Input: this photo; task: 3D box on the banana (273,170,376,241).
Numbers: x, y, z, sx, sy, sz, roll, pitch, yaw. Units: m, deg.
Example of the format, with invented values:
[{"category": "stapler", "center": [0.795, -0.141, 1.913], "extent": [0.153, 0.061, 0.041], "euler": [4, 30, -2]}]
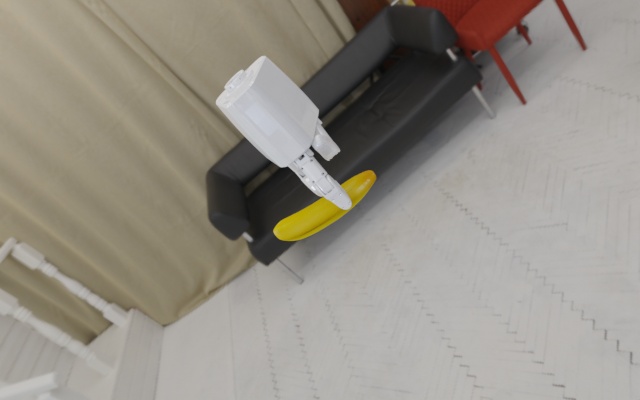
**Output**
[{"category": "banana", "center": [-0.006, 0.016, 0.687], "extent": [0.198, 0.069, 0.037], "euler": [-28, -60, 34]}]
